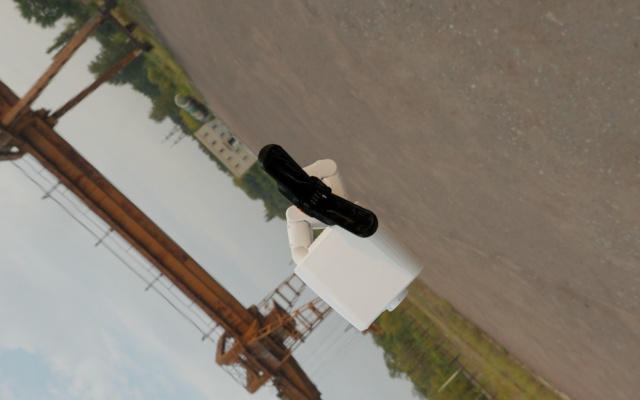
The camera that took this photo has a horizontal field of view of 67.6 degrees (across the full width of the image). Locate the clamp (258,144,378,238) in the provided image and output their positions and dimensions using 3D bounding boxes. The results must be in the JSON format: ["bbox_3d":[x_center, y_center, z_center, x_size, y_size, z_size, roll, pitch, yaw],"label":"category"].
[{"bbox_3d":[0.000,0.002,0.476,0.120,0.039,0.171,40,-3,7],"label":"clamp"}]
